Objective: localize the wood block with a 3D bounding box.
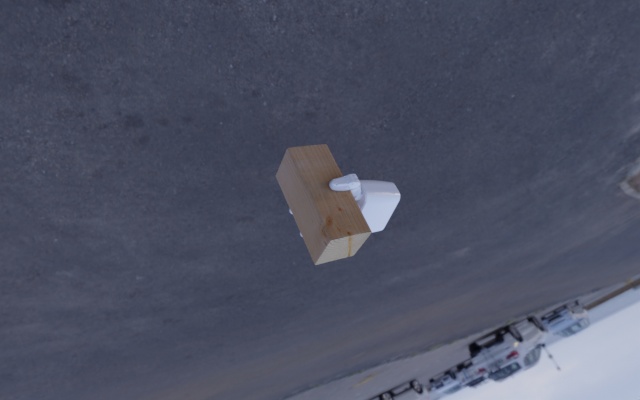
[{"bbox_3d":[0.001,0.003,0.899,0.090,0.206,0.091,-10,-31,-30],"label":"wood block"}]
